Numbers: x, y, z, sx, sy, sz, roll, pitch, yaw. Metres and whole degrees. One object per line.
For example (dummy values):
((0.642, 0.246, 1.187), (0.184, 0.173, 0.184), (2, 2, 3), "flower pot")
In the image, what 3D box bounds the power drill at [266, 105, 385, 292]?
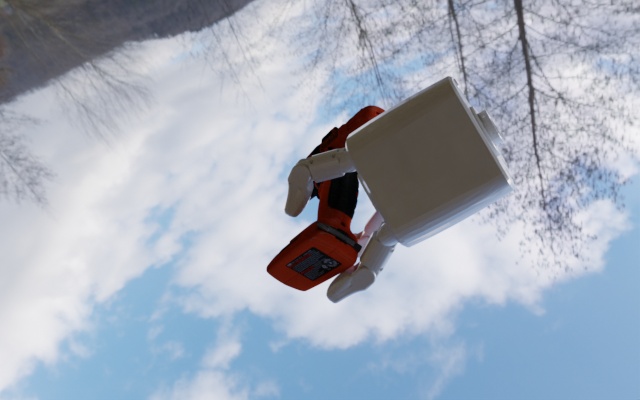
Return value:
((0.000, 0.002, 0.528), (0.057, 0.187, 0.184), (29, -40, -18), "power drill")
